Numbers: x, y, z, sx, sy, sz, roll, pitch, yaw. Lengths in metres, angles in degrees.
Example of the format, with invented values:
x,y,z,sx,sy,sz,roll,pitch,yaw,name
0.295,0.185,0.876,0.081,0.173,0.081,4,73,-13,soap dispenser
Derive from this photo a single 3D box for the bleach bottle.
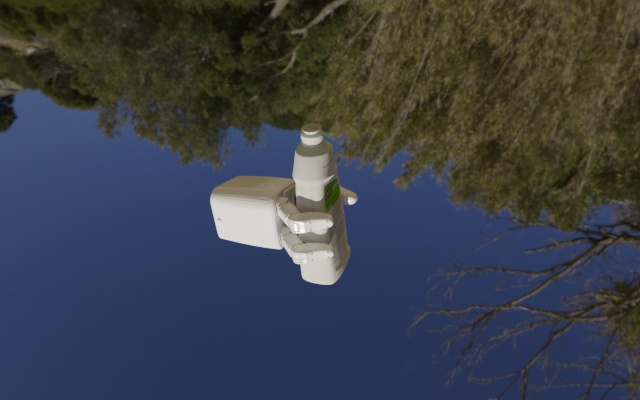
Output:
x,y,z,sx,sy,sz,roll,pitch,yaw,name
0.000,0.002,0.715,0.068,0.251,0.102,7,35,18,bleach bottle
